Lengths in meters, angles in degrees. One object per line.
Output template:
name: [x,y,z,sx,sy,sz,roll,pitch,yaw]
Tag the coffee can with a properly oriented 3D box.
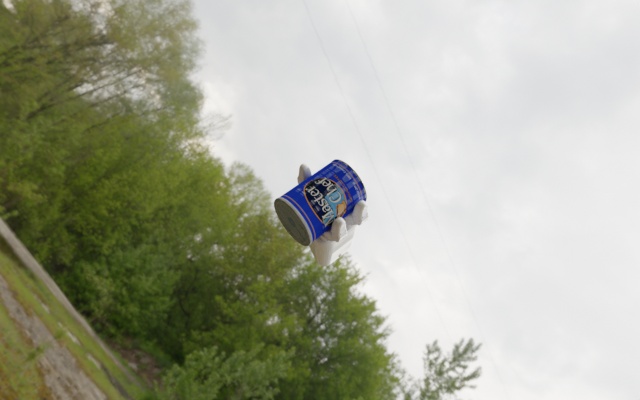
coffee can: [0.000,0.003,0.879,0.140,0.103,0.103,-36,15,-22]
